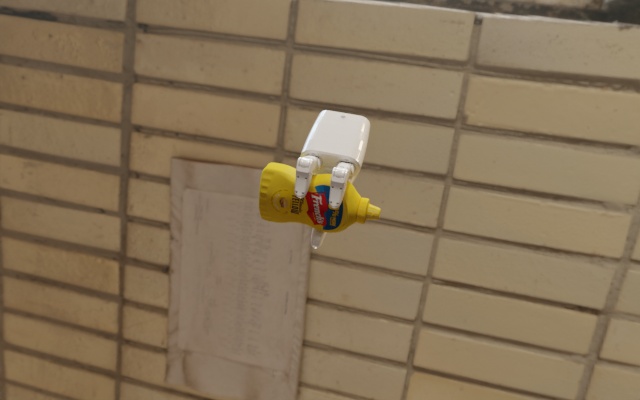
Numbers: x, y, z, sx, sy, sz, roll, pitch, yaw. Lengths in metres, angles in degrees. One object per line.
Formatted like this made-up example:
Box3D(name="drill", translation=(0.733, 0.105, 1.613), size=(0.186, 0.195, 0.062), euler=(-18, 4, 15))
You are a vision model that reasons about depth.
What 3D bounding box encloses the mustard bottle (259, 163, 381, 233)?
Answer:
Box3D(name="mustard bottle", translation=(0.000, 0.003, 0.761), size=(0.191, 0.096, 0.058), euler=(11, 27, 10))
